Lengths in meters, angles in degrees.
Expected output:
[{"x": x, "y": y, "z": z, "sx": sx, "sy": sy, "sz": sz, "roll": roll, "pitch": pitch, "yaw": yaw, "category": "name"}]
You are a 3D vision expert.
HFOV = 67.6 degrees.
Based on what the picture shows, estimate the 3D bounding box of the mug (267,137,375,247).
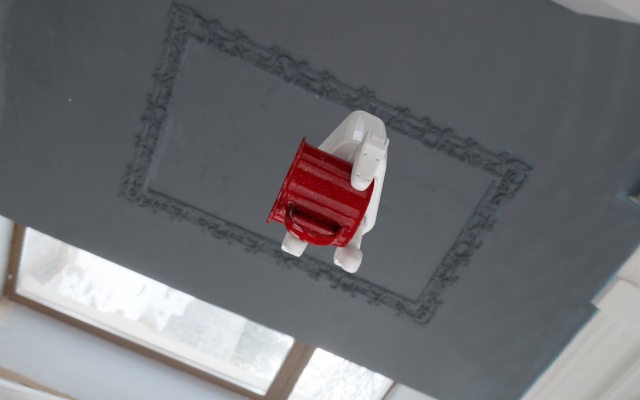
[{"x": 0.000, "y": 0.002, "z": 0.464, "sx": 0.081, "sy": 0.093, "sz": 0.117, "roll": 24, "pitch": 32, "yaw": -5, "category": "mug"}]
